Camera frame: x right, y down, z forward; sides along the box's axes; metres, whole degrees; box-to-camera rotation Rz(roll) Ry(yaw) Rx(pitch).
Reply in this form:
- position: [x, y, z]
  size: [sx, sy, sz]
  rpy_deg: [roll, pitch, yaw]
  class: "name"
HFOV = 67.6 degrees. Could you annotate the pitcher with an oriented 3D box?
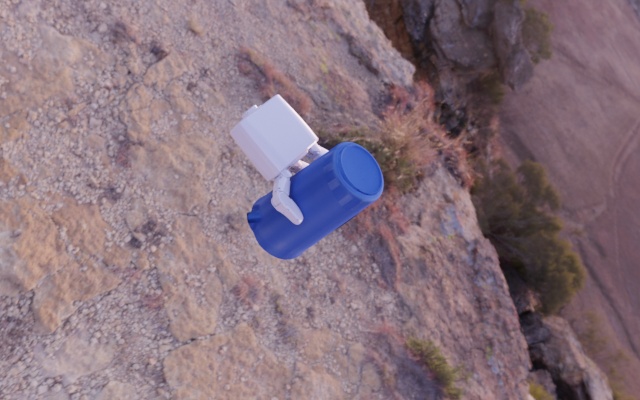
- position: [0.000, 0.003, 0.838]
  size: [0.243, 0.145, 0.149]
  rpy_deg: [-34, 9, 42]
  class: "pitcher"
